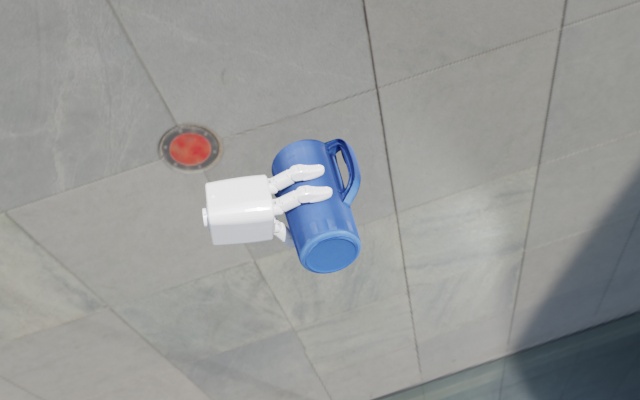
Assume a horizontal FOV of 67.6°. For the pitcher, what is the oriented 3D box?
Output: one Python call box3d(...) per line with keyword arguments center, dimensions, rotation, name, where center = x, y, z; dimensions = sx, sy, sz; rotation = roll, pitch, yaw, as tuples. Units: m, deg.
box3d(center=(0.000, 0.003, 0.869), dimensions=(0.145, 0.149, 0.242), rotation=(-5, 45, -13), name="pitcher")
